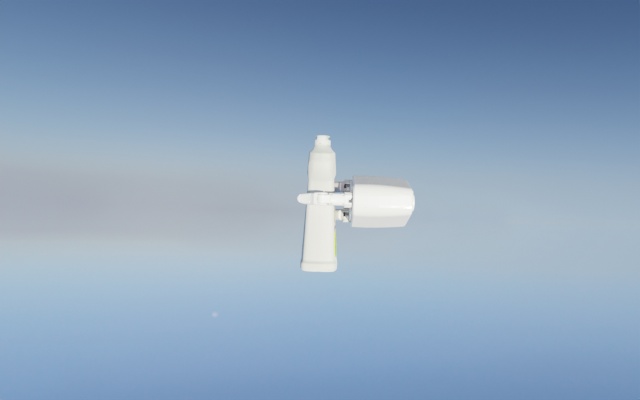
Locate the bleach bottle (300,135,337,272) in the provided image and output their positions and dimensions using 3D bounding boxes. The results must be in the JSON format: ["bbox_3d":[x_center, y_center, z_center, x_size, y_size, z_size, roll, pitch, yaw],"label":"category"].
[{"bbox_3d":[0.000,0.003,0.898,0.068,0.251,0.102,2,-1,0],"label":"bleach bottle"}]
